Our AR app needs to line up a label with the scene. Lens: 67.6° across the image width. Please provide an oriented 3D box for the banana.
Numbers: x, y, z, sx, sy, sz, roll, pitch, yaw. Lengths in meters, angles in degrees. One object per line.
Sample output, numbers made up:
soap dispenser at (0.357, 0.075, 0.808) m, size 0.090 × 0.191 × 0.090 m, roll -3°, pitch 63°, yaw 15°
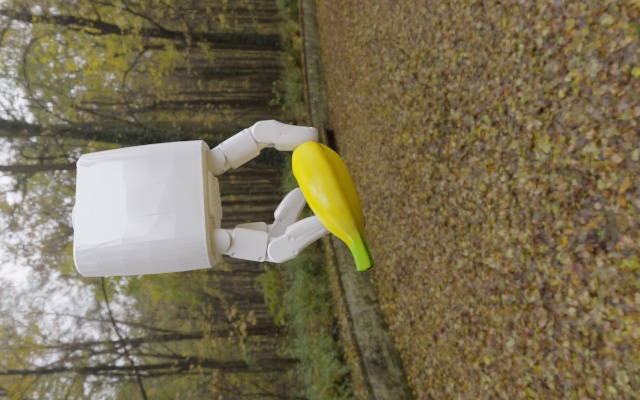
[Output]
banana at (-0.001, -0.015, 0.392) m, size 0.037 × 0.070 × 0.197 m, roll -10°, pitch 22°, yaw -7°
